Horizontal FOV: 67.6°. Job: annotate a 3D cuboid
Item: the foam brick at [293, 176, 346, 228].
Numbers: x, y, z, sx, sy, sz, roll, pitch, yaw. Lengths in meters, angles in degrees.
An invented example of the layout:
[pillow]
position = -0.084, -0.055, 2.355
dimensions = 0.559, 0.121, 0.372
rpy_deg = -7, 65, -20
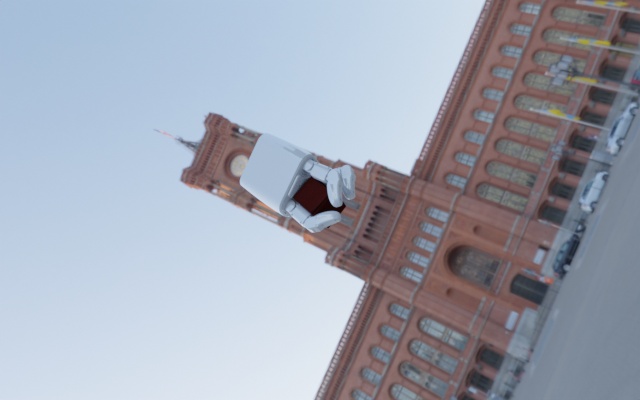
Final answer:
[foam brick]
position = 0.000, 0.003, 0.817
dimensions = 0.051, 0.053, 0.078
rpy_deg = 38, -4, 29
